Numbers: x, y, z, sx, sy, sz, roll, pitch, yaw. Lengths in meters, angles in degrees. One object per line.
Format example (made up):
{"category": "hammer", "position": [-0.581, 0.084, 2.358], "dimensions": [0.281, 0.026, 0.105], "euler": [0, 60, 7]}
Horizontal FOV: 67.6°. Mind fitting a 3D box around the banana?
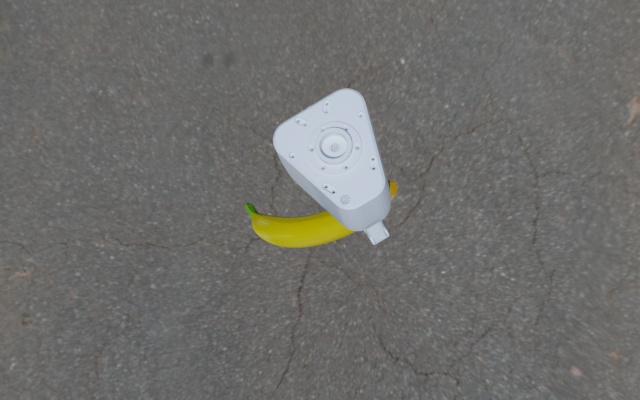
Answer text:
{"category": "banana", "position": [-0.002, 0.020, 0.581], "dimensions": [0.198, 0.069, 0.037], "euler": [-8, -17, 11]}
